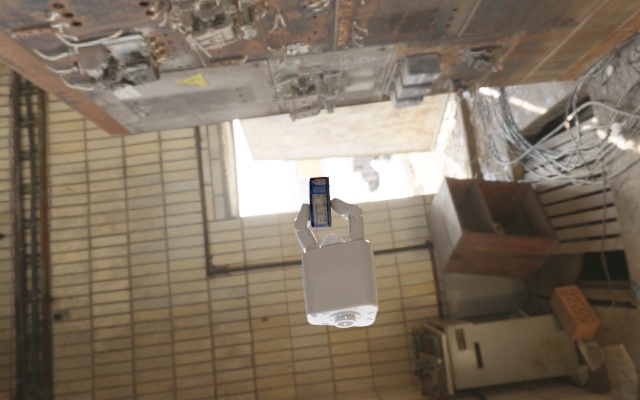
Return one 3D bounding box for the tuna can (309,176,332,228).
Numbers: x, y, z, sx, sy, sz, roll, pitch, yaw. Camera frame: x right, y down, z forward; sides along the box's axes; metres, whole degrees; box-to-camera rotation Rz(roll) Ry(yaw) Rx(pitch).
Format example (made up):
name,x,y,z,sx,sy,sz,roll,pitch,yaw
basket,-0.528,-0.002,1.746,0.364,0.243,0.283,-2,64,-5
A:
name,x,y,z,sx,sy,sz,roll,pitch,yaw
tuna can,0.000,0.003,0.789,0.034,0.086,0.086,-3,0,2
